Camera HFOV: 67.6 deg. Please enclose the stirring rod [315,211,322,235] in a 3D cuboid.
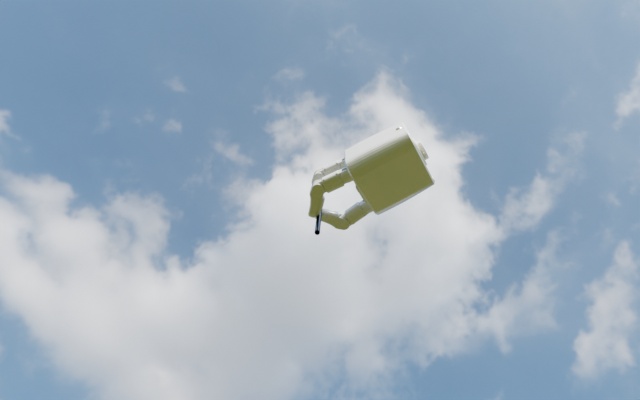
[{"bbox_3d":[0.000,0.003,0.809,0.011,0.011,0.239,0,22,2],"label":"stirring rod"}]
